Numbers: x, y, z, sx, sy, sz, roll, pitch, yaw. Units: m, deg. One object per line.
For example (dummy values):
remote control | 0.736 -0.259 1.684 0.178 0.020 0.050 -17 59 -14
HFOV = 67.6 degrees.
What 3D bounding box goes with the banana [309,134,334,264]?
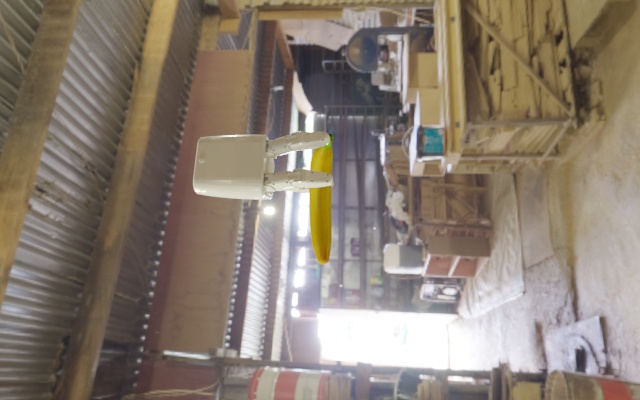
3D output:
banana | 0.000 -0.003 0.745 0.037 0.198 0.069 1 6 0
